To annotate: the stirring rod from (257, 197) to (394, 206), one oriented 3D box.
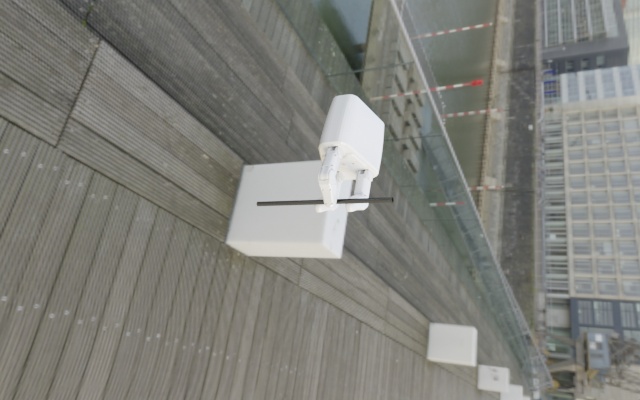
[{"bbox_3d":[0.000,0.002,0.764,0.239,0.011,0.011,-2,-1,27],"label":"stirring rod"}]
